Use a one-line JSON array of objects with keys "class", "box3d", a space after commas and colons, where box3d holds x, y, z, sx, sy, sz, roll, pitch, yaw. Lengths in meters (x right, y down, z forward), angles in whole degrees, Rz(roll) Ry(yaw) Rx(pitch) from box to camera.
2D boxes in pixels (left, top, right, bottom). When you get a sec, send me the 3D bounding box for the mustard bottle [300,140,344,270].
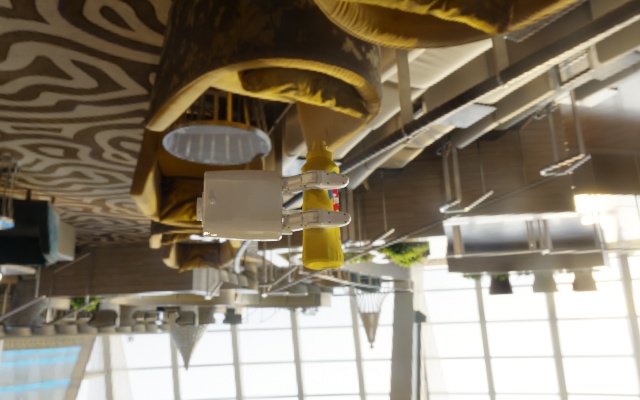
[{"class": "mustard bottle", "box3d": [0.000, 0.003, 0.707, 0.058, 0.191, 0.096, -5, -15, 12]}]
